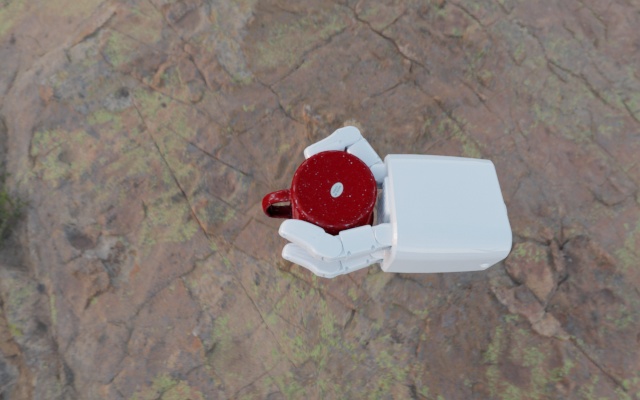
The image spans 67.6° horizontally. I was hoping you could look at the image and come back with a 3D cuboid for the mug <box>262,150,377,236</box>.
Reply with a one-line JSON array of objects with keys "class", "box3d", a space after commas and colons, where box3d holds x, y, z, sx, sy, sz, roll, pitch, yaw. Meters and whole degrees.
[{"class": "mug", "box3d": [-0.001, 0.001, 0.478, 0.117, 0.093, 0.081, 0, -20, -1]}]
